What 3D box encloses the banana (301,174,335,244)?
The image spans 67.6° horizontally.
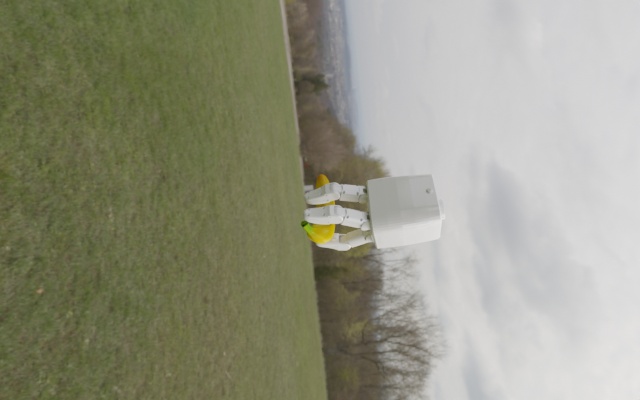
[{"bbox_3d":[0.004,0.021,0.812,0.037,0.070,0.197,-9,24,10],"label":"banana"}]
